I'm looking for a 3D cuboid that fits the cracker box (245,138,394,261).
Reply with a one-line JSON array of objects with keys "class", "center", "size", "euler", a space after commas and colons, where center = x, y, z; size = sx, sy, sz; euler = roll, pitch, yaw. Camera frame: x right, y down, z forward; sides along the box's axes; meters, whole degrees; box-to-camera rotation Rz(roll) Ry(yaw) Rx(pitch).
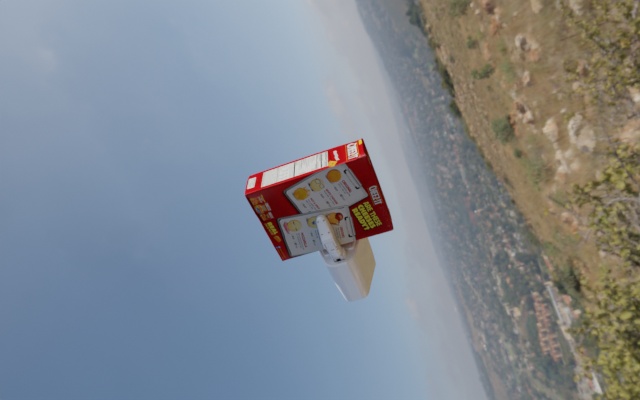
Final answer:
[{"class": "cracker box", "center": [0.000, 0.003, 0.833], "size": [0.214, 0.164, 0.072], "euler": [-18, 34, 11]}]
